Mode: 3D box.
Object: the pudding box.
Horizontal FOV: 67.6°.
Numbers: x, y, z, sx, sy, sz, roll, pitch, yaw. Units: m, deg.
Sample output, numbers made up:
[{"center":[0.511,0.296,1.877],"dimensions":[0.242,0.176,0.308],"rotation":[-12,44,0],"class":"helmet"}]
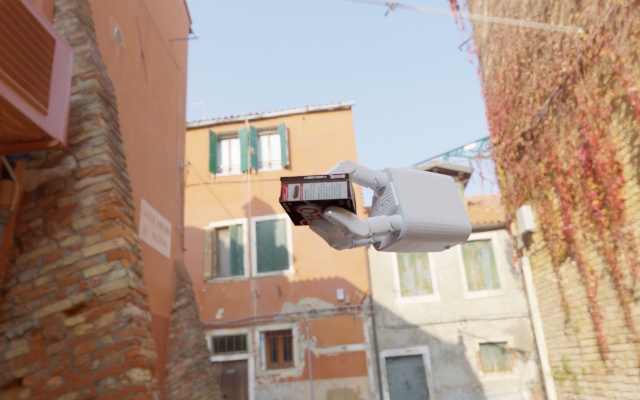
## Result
[{"center":[0.000,0.002,0.624],"dimensions":[0.090,0.039,0.113],"rotation":[-4,-21,7],"class":"pudding box"}]
